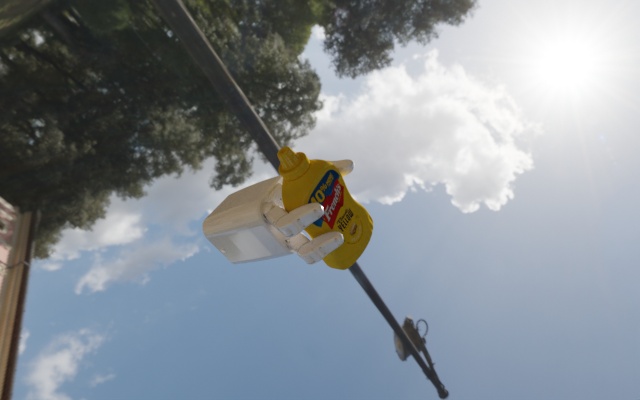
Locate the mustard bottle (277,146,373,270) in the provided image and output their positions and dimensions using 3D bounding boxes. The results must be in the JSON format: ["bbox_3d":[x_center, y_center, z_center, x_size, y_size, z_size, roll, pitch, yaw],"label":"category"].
[{"bbox_3d":[0.001,0.002,0.643,0.058,0.096,0.192,6,-37,45],"label":"mustard bottle"}]
